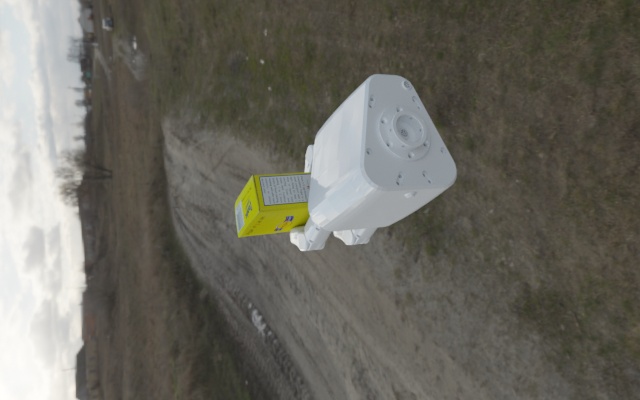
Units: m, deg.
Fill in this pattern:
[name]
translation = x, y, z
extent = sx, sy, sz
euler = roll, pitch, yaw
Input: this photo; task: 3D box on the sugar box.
[sugar box]
translation = 0.000, 0.002, 0.533
extent = 0.176, 0.048, 0.093
euler = -3, -18, -24
